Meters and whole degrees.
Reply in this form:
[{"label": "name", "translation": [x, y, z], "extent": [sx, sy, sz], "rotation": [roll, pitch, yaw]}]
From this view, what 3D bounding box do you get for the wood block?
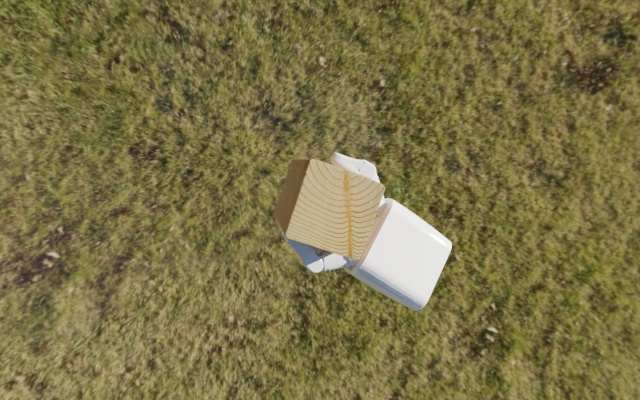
[{"label": "wood block", "translation": [0.001, 0.002, 0.612], "extent": [0.090, 0.091, 0.206], "rotation": [19, 1, -10]}]
